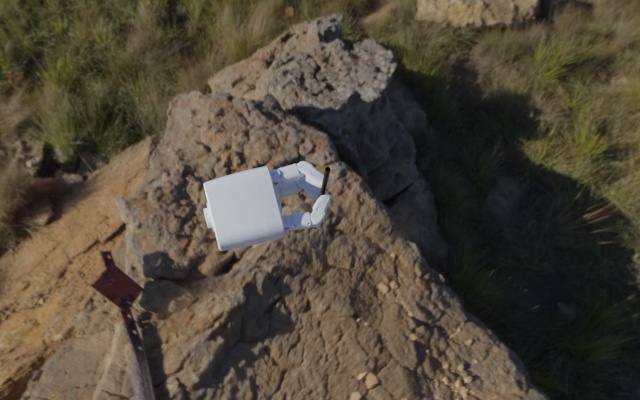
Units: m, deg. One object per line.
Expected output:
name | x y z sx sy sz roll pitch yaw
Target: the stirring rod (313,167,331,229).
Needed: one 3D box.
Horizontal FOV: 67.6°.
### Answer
stirring rod | 0.000 0.003 0.819 0.011 0.011 0.240 0 -24 -6
